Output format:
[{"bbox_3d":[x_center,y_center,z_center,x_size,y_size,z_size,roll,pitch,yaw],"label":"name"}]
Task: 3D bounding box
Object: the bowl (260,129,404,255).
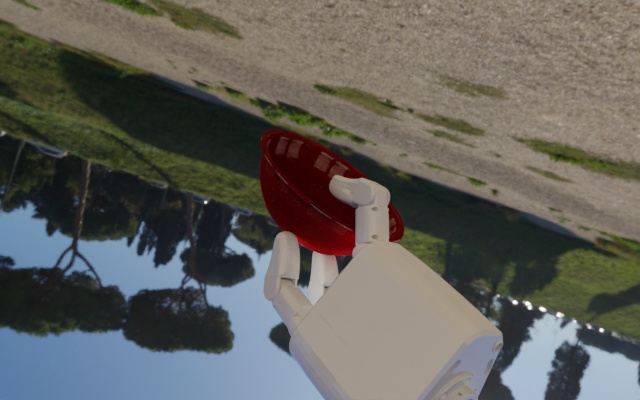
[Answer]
[{"bbox_3d":[0.000,0.001,0.460,0.162,0.055,0.162,31,22,-14],"label":"bowl"}]
